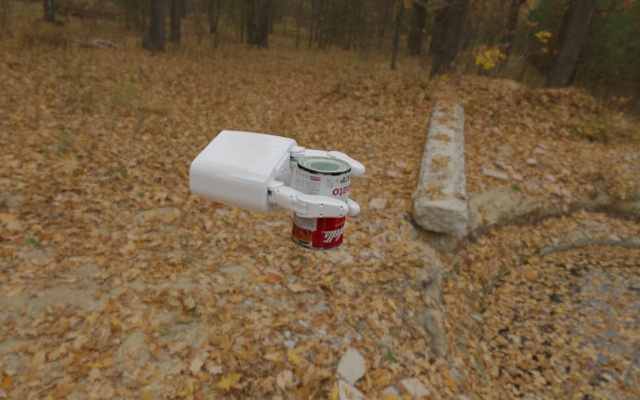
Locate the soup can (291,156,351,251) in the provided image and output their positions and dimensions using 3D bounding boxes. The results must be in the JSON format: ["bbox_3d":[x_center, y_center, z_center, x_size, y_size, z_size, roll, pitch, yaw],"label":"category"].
[{"bbox_3d":[0.001,0.002,0.596,0.068,0.102,0.068,5,22,-2],"label":"soup can"}]
